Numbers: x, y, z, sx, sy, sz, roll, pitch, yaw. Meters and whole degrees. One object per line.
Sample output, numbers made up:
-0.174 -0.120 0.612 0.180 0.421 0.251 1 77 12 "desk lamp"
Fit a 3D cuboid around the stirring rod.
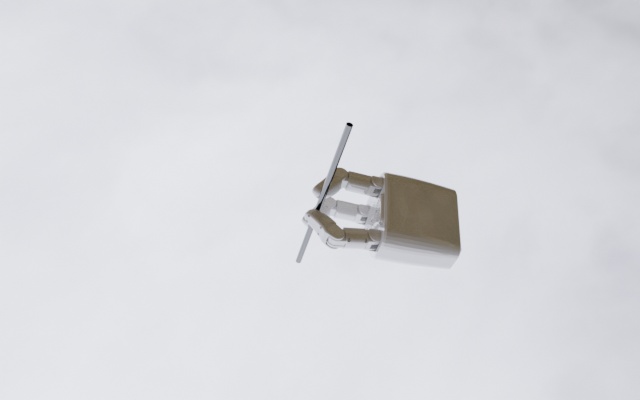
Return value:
0.000 0.002 0.593 0.011 0.011 0.240 0 -44 -21 "stirring rod"
